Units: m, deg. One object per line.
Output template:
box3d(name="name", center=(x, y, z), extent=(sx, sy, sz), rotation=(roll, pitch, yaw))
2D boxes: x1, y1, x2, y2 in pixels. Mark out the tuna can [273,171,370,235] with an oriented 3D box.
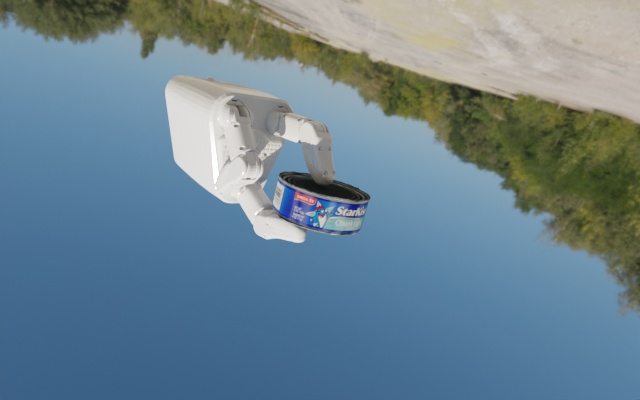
box3d(name="tuna can", center=(0.000, 0.002, 0.437), extent=(0.086, 0.034, 0.086), rotation=(14, 13, -3))
